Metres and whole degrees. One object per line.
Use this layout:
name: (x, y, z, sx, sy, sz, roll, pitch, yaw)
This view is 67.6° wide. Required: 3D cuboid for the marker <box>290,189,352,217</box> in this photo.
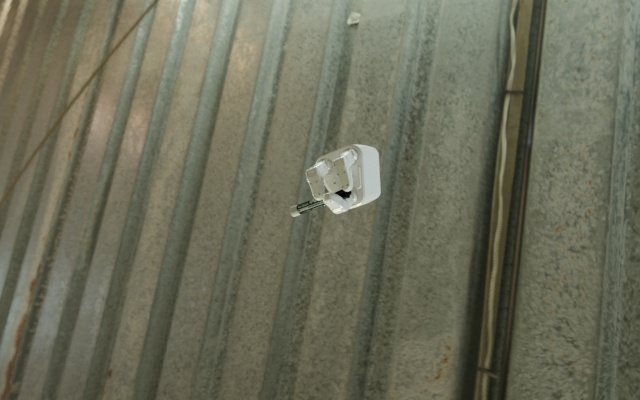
marker: (0.000, 0.003, 0.840, 0.121, 0.020, 0.020, -20, -9, 26)
